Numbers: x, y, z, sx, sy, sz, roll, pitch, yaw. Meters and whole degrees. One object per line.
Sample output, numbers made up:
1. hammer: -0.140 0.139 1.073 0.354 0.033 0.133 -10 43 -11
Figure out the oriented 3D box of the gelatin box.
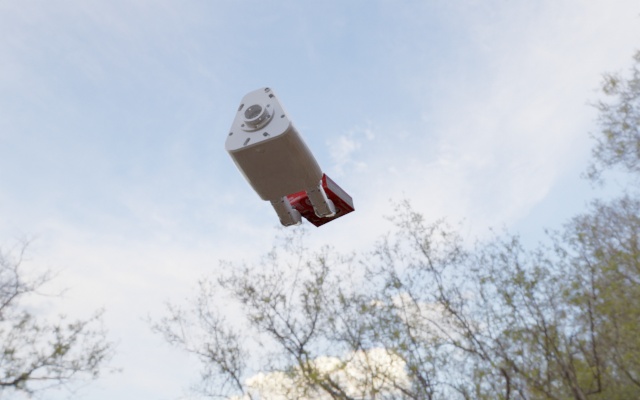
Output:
1. gelatin box: 0.000 0.002 0.741 0.073 0.030 0.089 -26 -38 22
